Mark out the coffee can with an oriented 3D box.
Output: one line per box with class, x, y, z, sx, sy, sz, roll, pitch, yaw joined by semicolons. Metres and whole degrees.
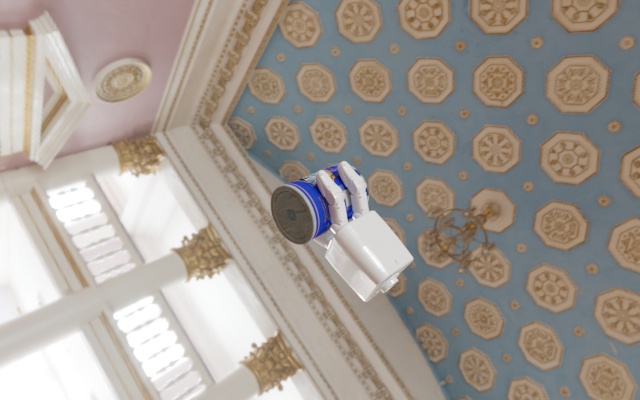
coffee can;0.000;0.003;0.819;0.140;0.103;0.103;-25;17;-41
